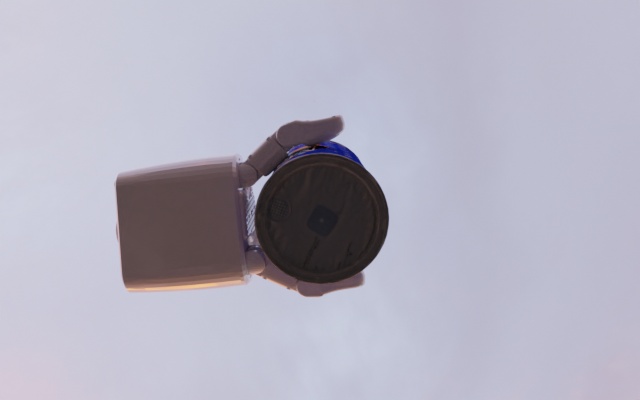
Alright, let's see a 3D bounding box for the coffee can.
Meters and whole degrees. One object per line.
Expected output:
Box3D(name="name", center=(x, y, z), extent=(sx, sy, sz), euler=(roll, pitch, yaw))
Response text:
Box3D(name="coffee can", center=(0.000, 0.001, 0.428), extent=(0.103, 0.103, 0.140), euler=(0, 12, -1))
